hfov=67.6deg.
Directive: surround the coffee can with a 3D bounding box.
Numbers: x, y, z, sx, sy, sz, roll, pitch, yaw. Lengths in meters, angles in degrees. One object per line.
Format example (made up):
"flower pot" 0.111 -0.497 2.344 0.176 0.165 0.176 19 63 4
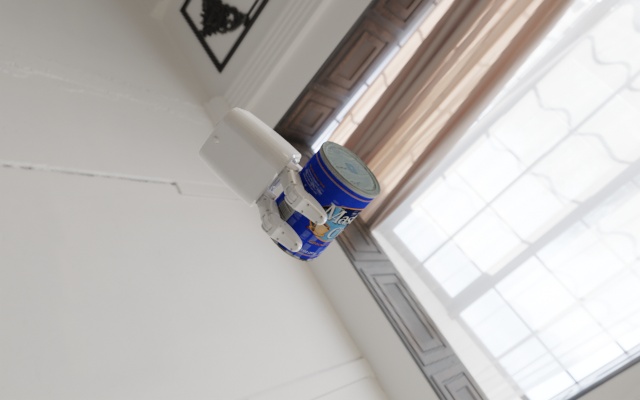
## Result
"coffee can" 0.000 0.002 0.670 0.140 0.102 0.103 -48 -25 25
